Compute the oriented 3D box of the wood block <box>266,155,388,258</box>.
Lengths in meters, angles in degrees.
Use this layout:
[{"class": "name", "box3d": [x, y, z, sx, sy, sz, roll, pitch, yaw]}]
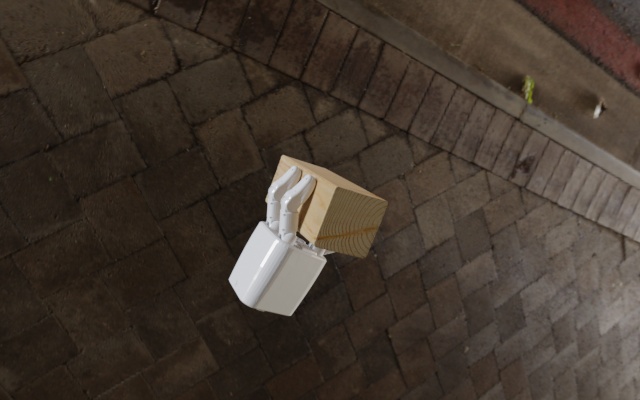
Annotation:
[{"class": "wood block", "box3d": [0.000, 0.003, 0.738, 0.091, 0.090, 0.206, 17, 9, -29]}]
